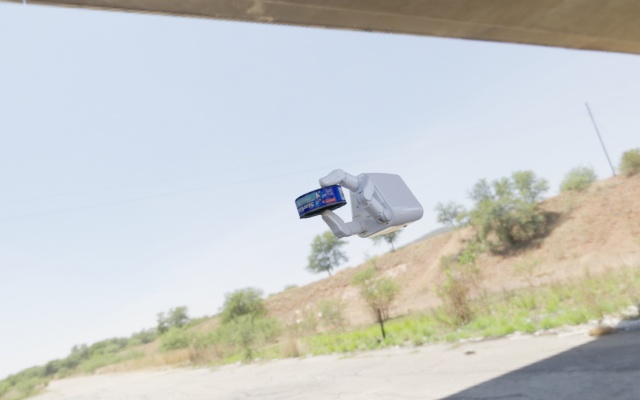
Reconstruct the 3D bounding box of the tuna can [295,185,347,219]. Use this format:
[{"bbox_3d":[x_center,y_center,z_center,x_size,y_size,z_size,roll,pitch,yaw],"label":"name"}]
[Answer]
[{"bbox_3d":[0.000,0.002,0.811,0.086,0.033,0.086,-18,-8,-3],"label":"tuna can"}]
